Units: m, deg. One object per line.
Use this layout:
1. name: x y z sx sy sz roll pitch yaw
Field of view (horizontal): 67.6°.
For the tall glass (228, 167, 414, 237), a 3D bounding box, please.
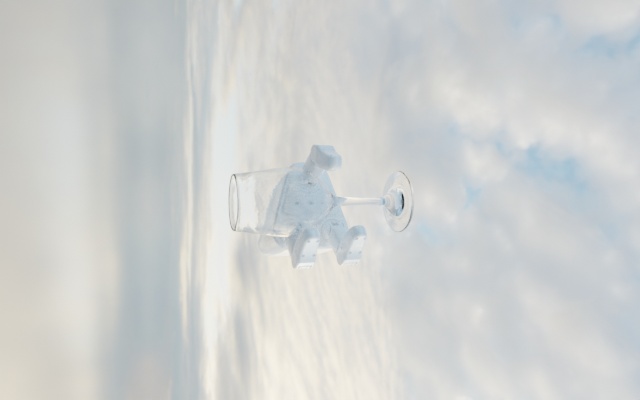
1. tall glass: 0.001 0.002 0.543 0.201 0.079 0.079 0 0 -20
